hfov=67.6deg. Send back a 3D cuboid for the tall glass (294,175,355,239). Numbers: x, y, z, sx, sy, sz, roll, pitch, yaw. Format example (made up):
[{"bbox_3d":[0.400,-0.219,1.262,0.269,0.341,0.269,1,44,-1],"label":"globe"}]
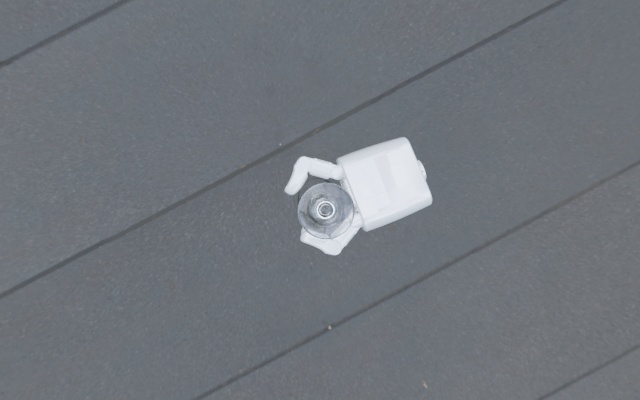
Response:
[{"bbox_3d":[0.000,0.002,0.716,0.079,0.079,0.201,0,7,-5],"label":"tall glass"}]
